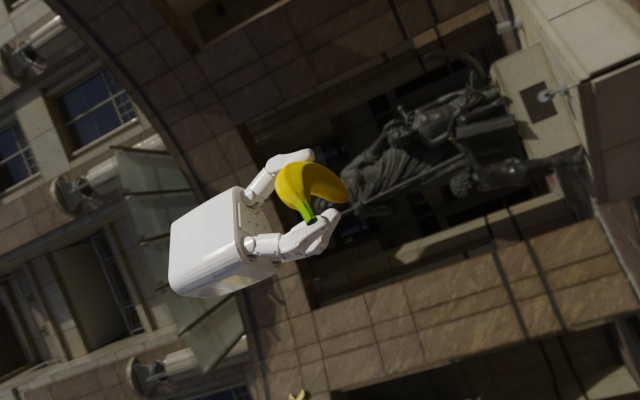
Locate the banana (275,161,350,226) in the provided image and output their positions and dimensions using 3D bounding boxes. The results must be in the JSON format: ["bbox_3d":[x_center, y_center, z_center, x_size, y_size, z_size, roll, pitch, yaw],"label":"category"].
[{"bbox_3d":[-0.010,-0.014,0.541,0.037,0.069,0.198,-30,0,17],"label":"banana"}]
